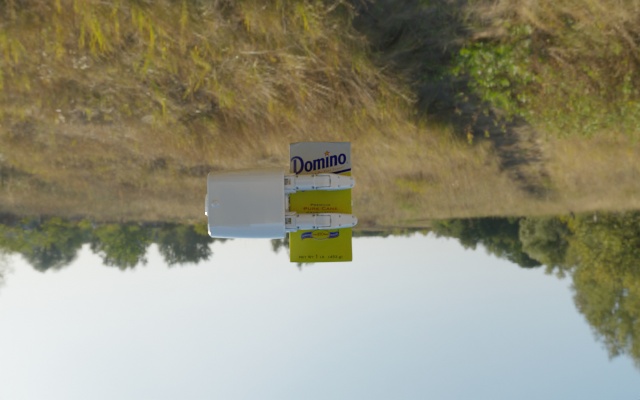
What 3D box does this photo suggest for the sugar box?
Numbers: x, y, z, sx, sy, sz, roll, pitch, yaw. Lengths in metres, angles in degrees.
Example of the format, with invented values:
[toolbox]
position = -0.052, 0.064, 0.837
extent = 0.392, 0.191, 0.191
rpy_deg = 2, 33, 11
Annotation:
[sugar box]
position = 0.000, 0.002, 0.705
extent = 0.093, 0.176, 0.048
rpy_deg = -1, -2, -1
